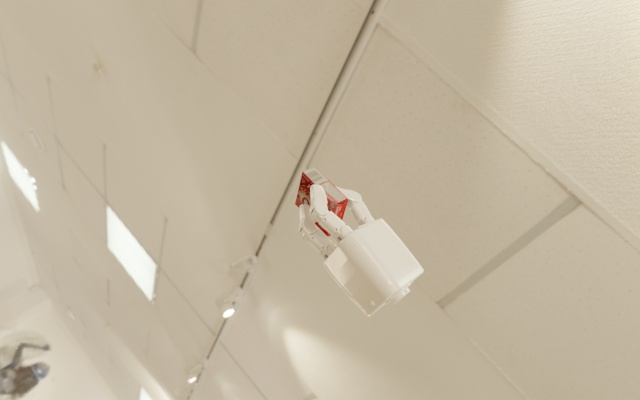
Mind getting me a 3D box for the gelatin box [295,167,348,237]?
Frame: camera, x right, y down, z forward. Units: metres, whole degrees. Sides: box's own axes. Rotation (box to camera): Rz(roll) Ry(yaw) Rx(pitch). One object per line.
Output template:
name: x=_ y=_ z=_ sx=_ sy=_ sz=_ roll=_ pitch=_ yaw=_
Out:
gelatin box: x=0.000 y=0.002 z=0.768 sx=0.030 sy=0.073 sz=0.089 roll=-23 pitch=55 yaw=-34
